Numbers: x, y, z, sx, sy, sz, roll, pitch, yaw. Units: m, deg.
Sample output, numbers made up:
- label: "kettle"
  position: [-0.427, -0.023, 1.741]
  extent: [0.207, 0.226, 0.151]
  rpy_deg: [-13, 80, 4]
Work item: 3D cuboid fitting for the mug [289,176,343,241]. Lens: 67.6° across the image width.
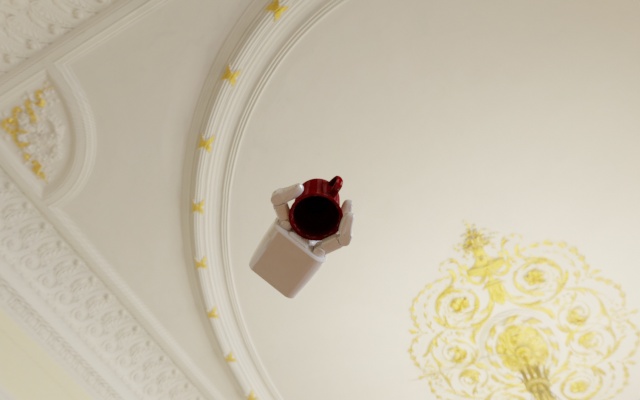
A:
- label: "mug"
  position: [0.001, 0.002, 0.843]
  extent: [0.093, 0.117, 0.081]
  rpy_deg: [31, 23, -12]
